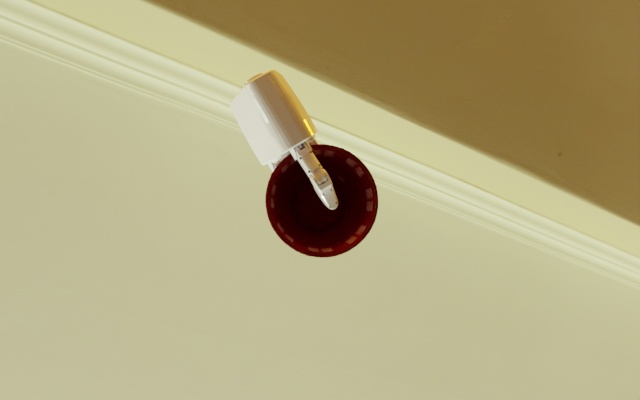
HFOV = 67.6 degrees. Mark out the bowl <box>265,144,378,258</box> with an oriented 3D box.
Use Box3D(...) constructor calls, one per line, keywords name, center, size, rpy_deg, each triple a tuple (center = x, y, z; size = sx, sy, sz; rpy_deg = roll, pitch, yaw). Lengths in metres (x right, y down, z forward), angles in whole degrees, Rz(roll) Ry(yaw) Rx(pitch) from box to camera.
Box3D(name="bowl", center=(0.000, 0.004, 0.699), size=(0.162, 0.162, 0.055), rpy_deg=(0, -7, -7))
